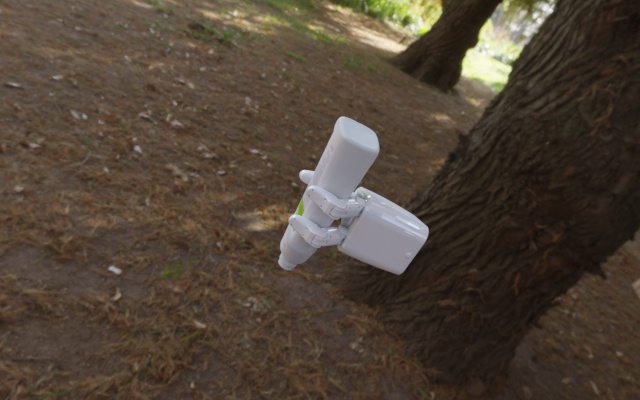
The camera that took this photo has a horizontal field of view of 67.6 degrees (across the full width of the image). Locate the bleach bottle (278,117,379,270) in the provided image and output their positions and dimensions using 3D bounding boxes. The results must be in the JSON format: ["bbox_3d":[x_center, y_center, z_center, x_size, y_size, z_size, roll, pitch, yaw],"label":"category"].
[{"bbox_3d":[0.000,0.002,0.733,0.068,0.251,0.102,25,26,-11],"label":"bleach bottle"}]
